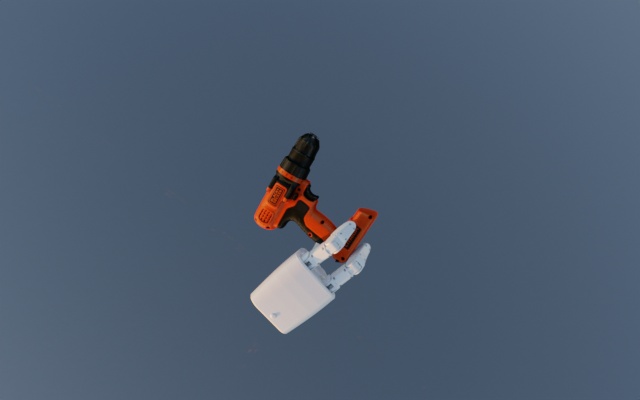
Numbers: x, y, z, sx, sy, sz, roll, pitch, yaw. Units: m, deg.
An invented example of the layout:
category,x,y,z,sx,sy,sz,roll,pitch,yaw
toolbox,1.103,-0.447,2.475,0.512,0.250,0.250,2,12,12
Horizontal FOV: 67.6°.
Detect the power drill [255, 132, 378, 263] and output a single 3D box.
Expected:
category,x,y,z,sx,sy,sz,roll,pitch,yaw
power drill,0.000,0.003,0.812,0.187,0.184,0.057,33,15,10
